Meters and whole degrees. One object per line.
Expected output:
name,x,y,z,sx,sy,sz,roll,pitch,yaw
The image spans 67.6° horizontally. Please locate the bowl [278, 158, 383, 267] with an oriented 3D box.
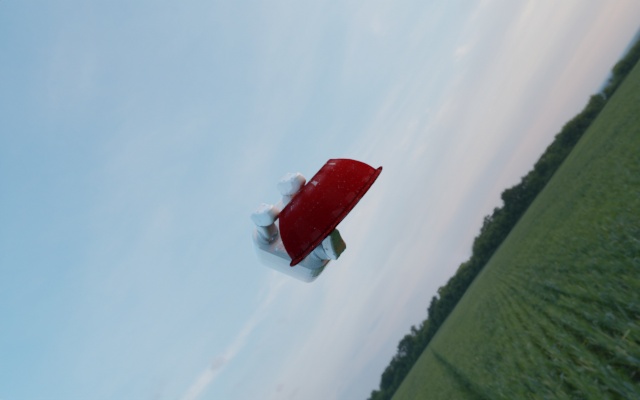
bowl,0.000,0.001,0.569,0.055,0.162,0.162,43,-3,-3
